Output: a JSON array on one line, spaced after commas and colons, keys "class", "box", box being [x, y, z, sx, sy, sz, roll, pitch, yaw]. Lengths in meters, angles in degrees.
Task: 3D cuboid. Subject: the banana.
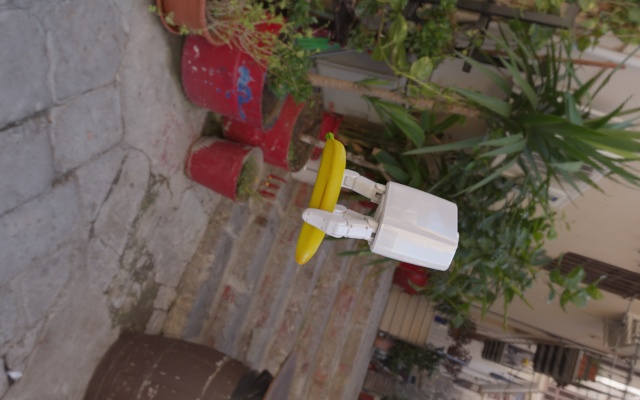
[{"class": "banana", "box": [0.003, -0.001, 0.673, 0.037, 0.198, 0.069, 16, -1, -5]}]
